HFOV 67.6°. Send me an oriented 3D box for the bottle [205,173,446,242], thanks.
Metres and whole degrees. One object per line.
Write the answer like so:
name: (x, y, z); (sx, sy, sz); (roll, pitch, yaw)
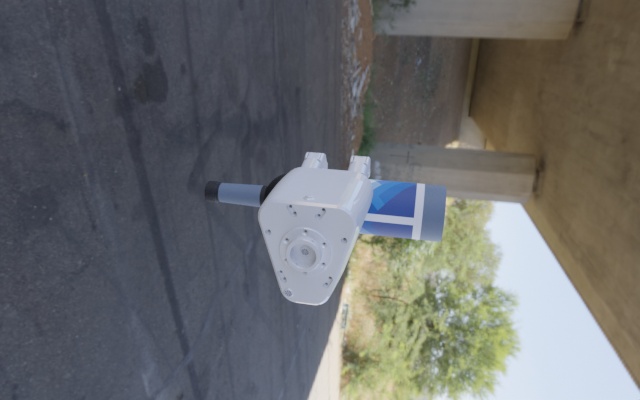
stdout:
bottle: (0.000, 0.002, 0.588); (0.295, 0.069, 0.069); (6, 1, 11)
